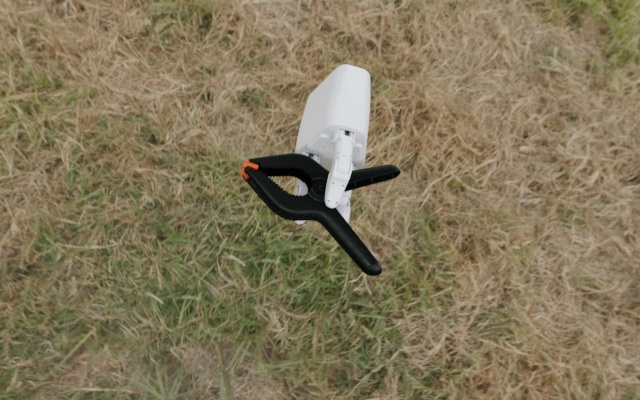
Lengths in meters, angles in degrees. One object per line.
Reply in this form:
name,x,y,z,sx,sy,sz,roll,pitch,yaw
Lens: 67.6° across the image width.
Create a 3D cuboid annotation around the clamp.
clamp,0.000,0.001,0.605,0.210,0.164,0.036,14,-31,-10
